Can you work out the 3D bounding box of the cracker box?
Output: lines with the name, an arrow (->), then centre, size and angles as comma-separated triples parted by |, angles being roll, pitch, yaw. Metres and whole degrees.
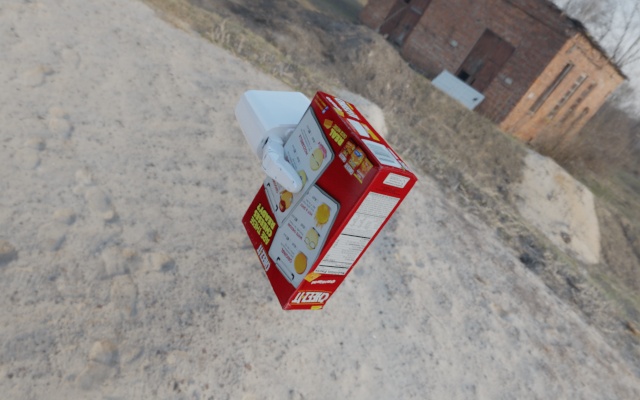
cracker box -> 0.000, 0.002, 0.584 | 0.072, 0.214, 0.164 | 12, 32, -38
